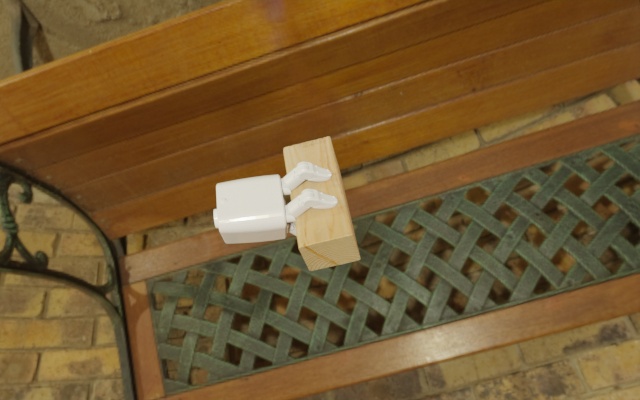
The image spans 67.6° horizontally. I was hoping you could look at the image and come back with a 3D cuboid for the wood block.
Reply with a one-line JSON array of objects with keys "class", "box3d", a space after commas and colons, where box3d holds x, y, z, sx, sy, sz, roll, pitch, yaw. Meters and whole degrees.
[{"class": "wood block", "box3d": [0.000, 0.003, 0.821, 0.090, 0.206, 0.091, -14, -34, 4]}]
